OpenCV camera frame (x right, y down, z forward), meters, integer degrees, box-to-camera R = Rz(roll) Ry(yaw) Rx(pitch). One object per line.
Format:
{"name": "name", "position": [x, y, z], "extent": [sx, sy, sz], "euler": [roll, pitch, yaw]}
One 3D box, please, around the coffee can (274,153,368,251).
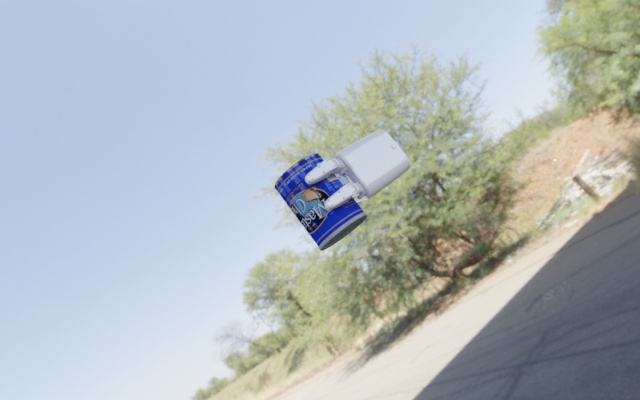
{"name": "coffee can", "position": [0.000, 0.003, 0.843], "extent": [0.103, 0.140, 0.103], "euler": [-36, -11, -8]}
